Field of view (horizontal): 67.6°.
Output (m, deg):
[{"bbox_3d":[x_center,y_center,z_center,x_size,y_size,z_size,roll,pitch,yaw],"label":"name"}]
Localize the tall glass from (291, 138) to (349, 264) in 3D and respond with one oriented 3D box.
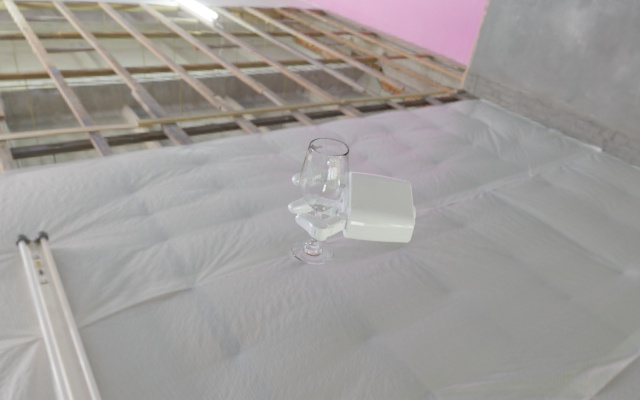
[{"bbox_3d":[0.000,0.003,0.774,0.079,0.201,0.079,6,31,-4],"label":"tall glass"}]
